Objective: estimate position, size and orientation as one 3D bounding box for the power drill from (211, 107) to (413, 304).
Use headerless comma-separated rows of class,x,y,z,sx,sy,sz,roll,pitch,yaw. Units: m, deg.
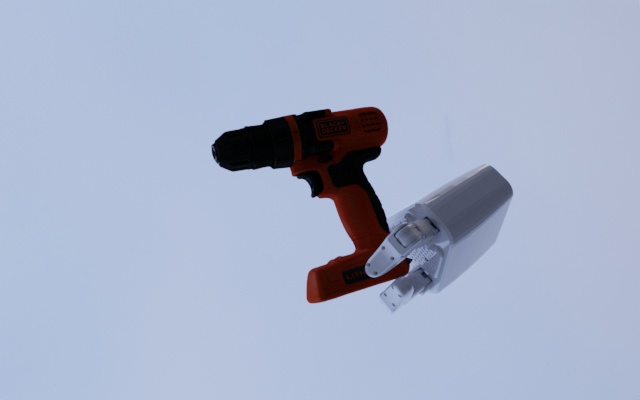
power drill,0.000,0.002,0.474,0.184,0.187,0.057,-13,-8,-16
